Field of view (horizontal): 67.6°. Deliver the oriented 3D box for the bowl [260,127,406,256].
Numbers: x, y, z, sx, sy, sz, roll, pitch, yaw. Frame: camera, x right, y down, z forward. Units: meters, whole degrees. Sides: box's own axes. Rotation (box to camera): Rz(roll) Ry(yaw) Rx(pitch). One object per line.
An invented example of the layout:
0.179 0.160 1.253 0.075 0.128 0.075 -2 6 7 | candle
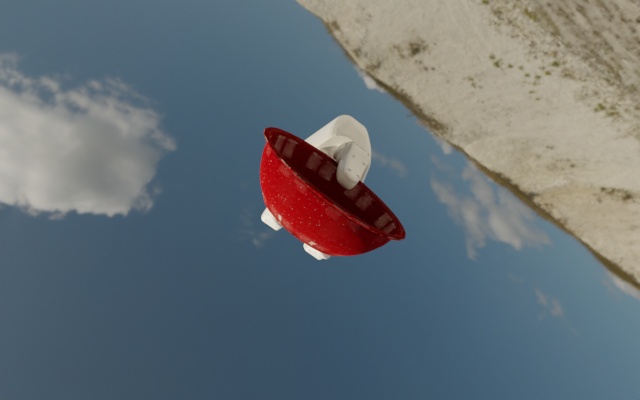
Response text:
0.000 0.002 0.445 0.162 0.055 0.162 35 14 -10 | bowl
